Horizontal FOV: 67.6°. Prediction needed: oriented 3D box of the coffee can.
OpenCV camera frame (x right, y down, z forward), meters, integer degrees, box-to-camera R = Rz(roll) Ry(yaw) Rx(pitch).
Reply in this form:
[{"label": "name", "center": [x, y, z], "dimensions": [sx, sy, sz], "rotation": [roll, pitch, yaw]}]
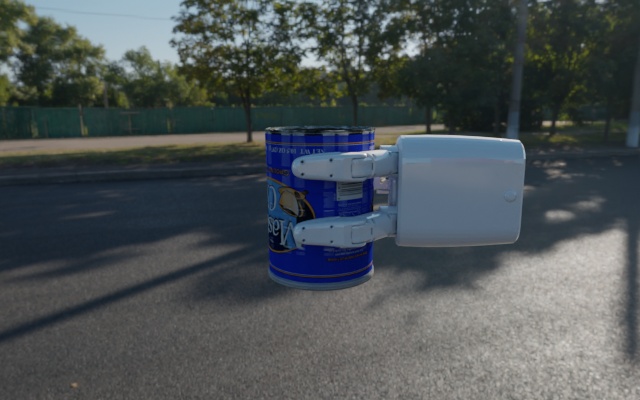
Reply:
[{"label": "coffee can", "center": [0.000, 0.002, 0.455], "dimensions": [0.103, 0.140, 0.103], "rotation": [0, 11, 0]}]
